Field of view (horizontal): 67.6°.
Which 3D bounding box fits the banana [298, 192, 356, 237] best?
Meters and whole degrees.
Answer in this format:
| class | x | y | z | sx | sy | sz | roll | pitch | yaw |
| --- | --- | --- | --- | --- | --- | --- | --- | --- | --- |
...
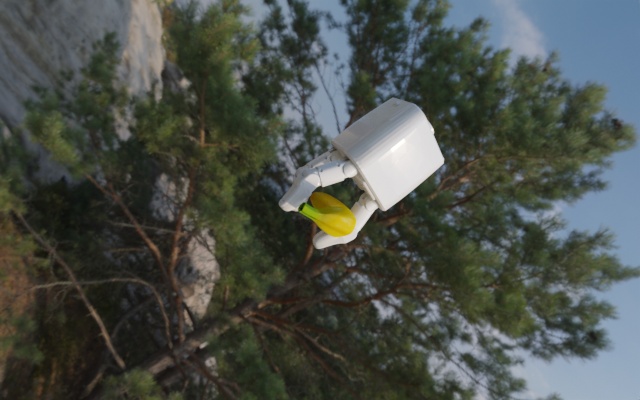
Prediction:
| class | x | y | z | sx | sy | sz | roll | pitch | yaw |
| --- | --- | --- | --- | --- | --- | --- | --- | --- | --- |
| banana | 0.014 | 0.015 | 0.607 | 0.069 | 0.037 | 0.198 | 43 | 3 | -1 |
